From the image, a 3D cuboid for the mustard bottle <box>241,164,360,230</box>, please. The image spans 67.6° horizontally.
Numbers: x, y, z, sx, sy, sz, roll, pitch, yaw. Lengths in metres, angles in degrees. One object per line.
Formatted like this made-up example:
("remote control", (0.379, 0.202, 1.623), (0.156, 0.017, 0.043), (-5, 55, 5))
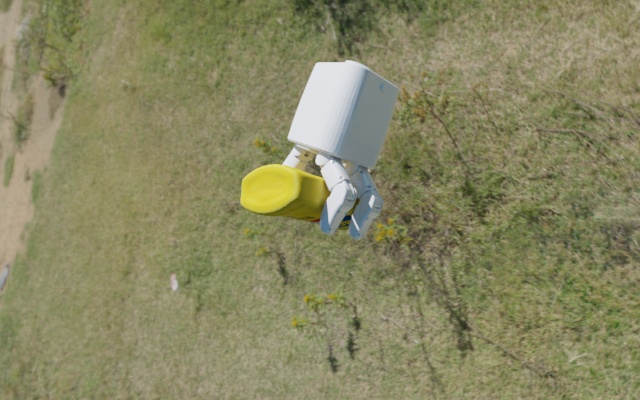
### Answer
("mustard bottle", (0.000, 0.002, 0.602), (0.096, 0.058, 0.192), (-7, -14, 40))
